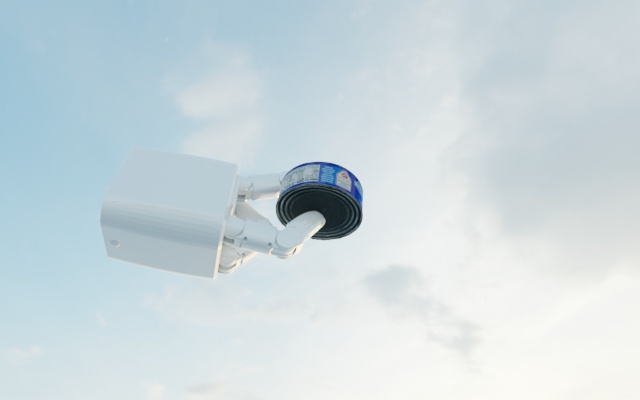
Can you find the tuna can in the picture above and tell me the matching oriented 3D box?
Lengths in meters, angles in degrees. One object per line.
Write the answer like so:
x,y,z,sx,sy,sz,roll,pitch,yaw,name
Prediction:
0.000,0.001,0.476,0.086,0.033,0.086,4,-40,4,tuna can
